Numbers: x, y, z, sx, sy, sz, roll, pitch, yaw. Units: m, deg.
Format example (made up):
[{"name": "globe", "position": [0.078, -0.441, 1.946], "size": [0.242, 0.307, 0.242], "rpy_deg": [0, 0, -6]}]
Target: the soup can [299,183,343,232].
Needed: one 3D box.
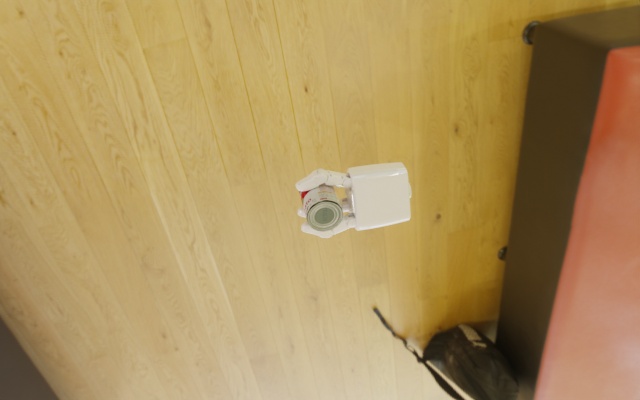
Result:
[{"name": "soup can", "position": [0.000, 0.003, 0.886], "size": [0.068, 0.068, 0.102], "rpy_deg": [0, 32, -11]}]
